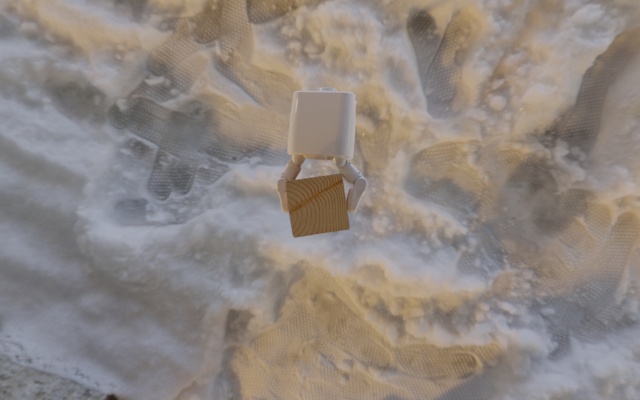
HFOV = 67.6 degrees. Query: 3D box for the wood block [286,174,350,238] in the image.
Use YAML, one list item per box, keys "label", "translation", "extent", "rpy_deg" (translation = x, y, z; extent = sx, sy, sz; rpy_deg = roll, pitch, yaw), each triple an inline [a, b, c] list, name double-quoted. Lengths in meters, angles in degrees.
- label: "wood block"
  translation: [0.000, 0.002, 0.830]
  extent: [0.091, 0.090, 0.206]
  rpy_deg: [-8, 2, 3]
